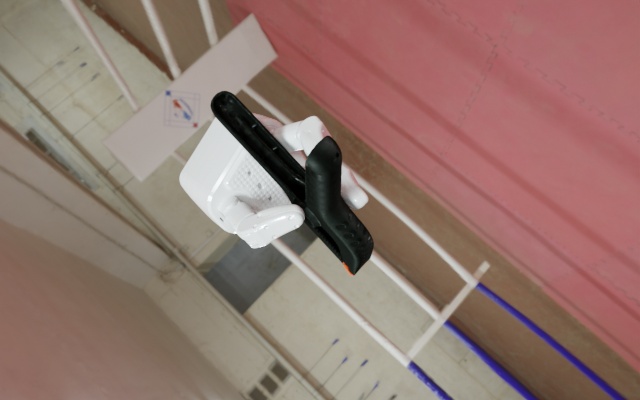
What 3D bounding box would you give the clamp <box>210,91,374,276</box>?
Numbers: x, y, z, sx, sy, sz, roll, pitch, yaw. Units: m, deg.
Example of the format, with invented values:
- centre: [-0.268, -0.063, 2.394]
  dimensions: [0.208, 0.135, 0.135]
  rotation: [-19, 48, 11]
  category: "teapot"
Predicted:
- centre: [0.000, 0.002, 0.408]
  dimensions: [0.164, 0.036, 0.210]
  rotation: [30, -20, 54]
  category: "clamp"
